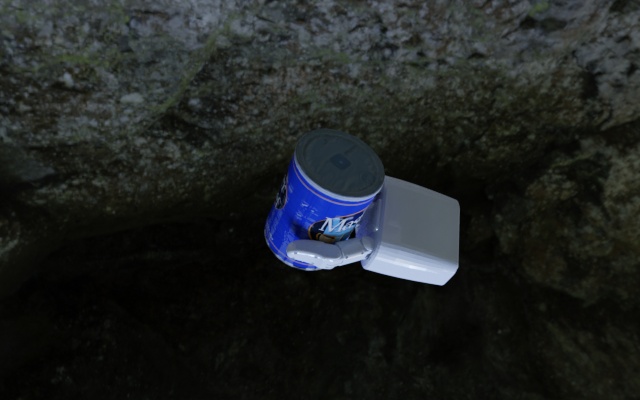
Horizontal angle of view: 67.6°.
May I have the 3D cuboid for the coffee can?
[{"bbox_3d":[0.000,0.002,0.561,0.103,0.102,0.140,0,-39,-25],"label":"coffee can"}]
